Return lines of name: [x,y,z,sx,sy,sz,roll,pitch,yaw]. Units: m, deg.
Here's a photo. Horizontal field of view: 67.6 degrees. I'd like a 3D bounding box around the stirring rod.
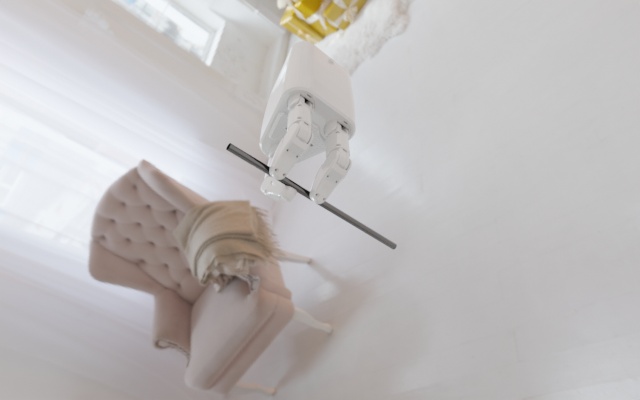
stirring rod: [0.000,0.002,0.525,0.239,0.011,0.011,31,-16,-29]
